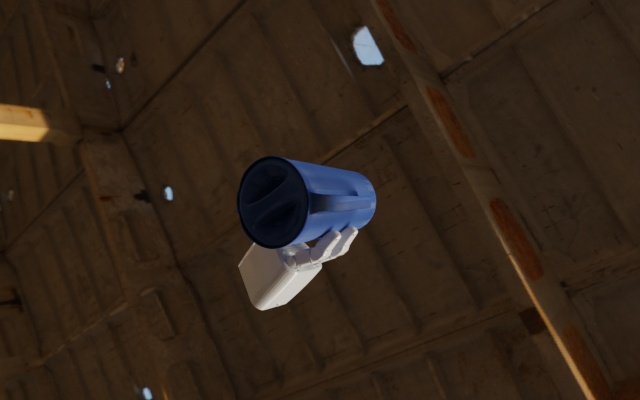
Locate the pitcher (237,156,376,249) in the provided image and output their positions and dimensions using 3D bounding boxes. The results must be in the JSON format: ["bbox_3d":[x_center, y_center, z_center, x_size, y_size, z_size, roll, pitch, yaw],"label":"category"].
[{"bbox_3d":[0.000,0.003,0.769,0.149,0.145,0.243,49,25,23],"label":"pitcher"}]
